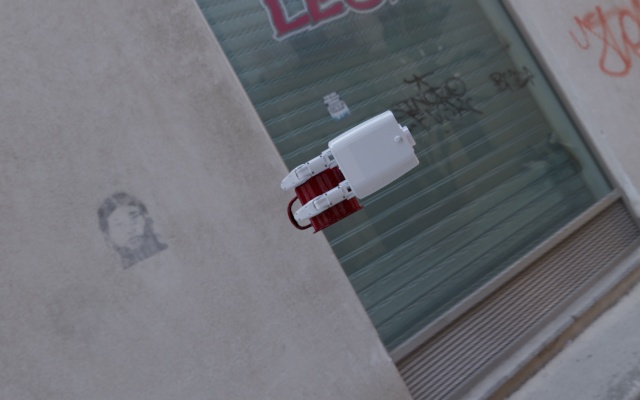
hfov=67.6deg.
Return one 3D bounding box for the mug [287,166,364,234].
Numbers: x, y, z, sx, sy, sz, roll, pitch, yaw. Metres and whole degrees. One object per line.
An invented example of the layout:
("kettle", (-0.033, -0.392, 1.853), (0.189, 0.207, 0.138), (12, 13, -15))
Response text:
("mug", (-0.001, 0.003, 0.776), (0.117, 0.081, 0.093), (-29, -4, 10))
